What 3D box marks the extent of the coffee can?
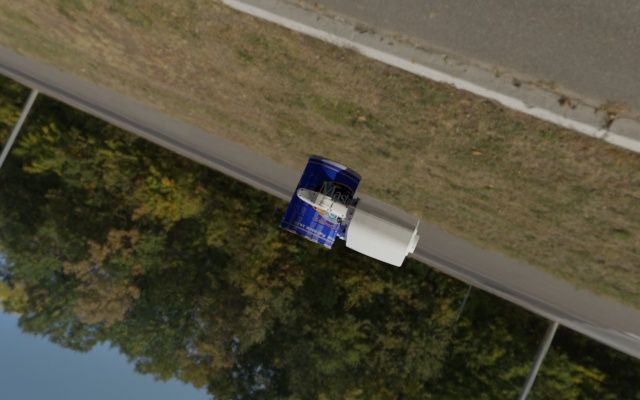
[{"bbox_3d":[0.000,0.003,0.857,0.103,0.140,0.103,24,-5,2],"label":"coffee can"}]
